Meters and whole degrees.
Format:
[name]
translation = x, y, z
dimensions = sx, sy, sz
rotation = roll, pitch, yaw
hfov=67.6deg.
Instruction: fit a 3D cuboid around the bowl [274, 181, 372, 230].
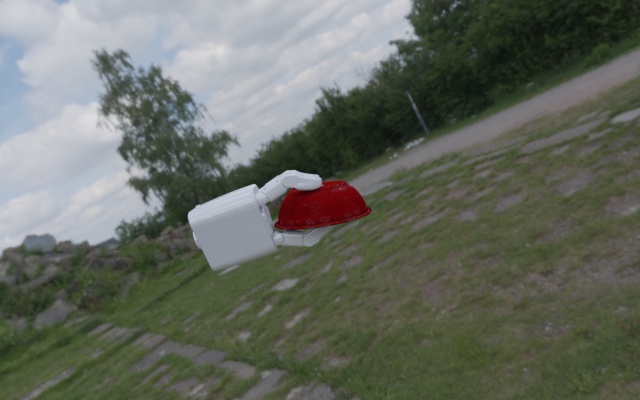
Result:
[bowl]
translation = 0.001, 0.002, 0.773
dimensions = 0.162, 0.055, 0.162
rotation = -9, 7, 1
